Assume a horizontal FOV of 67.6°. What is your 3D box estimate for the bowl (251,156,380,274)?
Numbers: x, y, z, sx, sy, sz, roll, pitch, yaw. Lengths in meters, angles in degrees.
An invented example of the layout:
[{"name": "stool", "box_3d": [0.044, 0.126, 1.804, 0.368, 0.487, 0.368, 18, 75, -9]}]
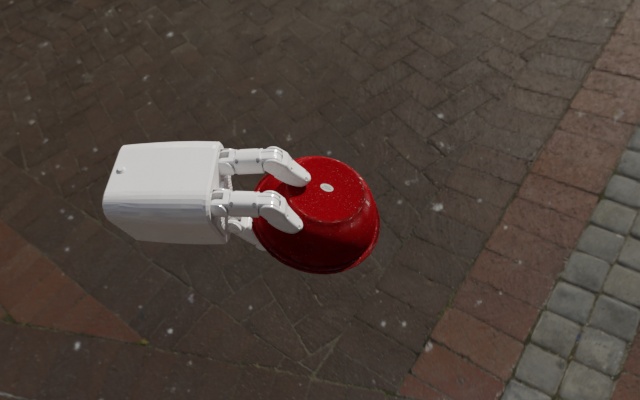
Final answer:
[{"name": "bowl", "box_3d": [0.001, 0.001, 0.555, 0.162, 0.162, 0.055, 0, -35, -15]}]
